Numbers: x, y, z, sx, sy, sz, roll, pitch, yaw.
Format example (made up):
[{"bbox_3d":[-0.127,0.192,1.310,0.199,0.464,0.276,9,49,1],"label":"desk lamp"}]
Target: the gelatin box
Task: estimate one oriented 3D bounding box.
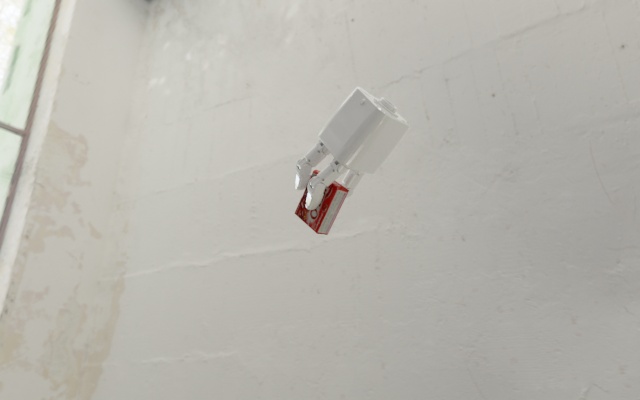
[{"bbox_3d":[0.000,0.003,0.816,0.030,0.089,0.073,12,19,-42],"label":"gelatin box"}]
